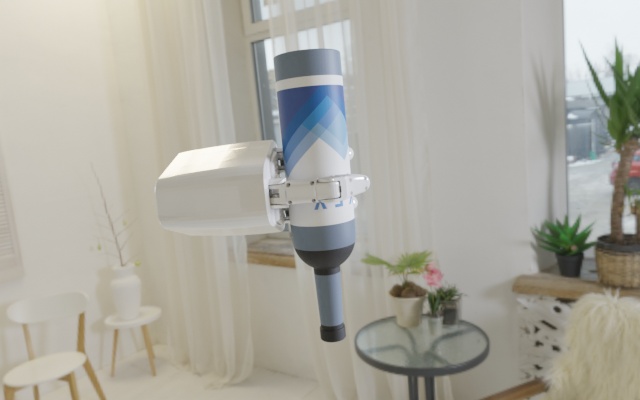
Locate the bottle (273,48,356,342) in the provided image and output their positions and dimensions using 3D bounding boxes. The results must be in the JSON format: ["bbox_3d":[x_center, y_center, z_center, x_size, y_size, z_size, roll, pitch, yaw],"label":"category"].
[{"bbox_3d":[0.000,0.001,0.491,0.069,0.296,0.069,-5,8,1],"label":"bottle"}]
